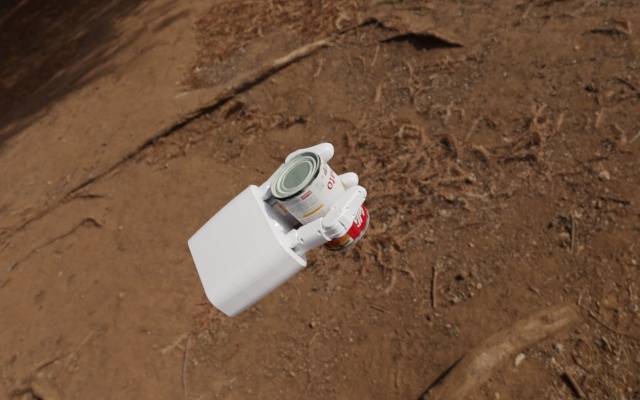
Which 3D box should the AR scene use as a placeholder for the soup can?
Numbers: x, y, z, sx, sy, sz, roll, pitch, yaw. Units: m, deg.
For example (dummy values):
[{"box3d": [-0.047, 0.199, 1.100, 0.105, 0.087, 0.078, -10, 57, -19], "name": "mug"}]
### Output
[{"box3d": [0.000, 0.001, 0.538, 0.068, 0.068, 0.102, 0, -37, 44], "name": "soup can"}]
